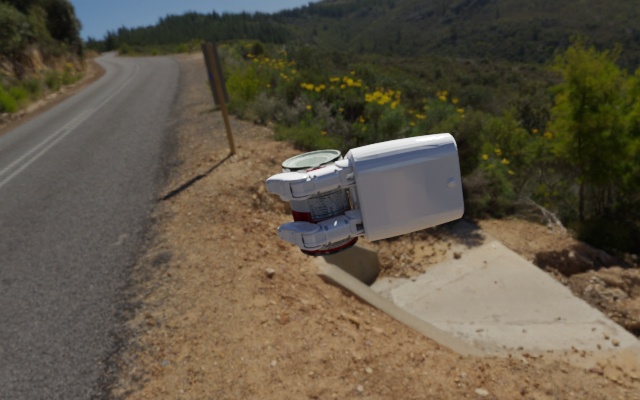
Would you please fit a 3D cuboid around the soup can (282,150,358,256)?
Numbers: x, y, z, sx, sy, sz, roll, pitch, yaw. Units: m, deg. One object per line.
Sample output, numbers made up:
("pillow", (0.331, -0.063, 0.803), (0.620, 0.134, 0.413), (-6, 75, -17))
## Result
("soup can", (0.000, 0.002, 0.530), (0.068, 0.102, 0.068), (-11, 18, 3))
